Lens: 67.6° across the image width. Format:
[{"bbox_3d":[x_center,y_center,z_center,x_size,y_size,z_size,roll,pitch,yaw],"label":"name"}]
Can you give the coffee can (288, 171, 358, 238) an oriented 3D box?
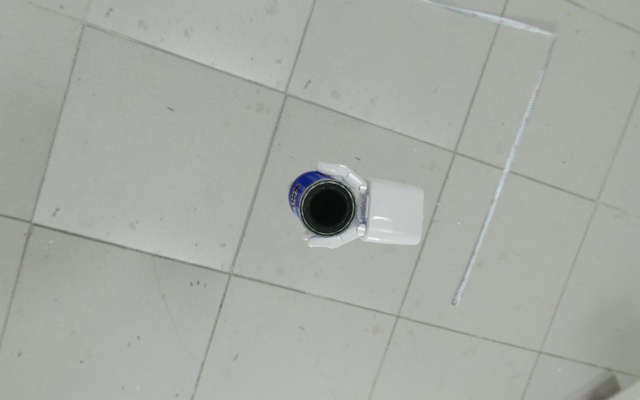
[{"bbox_3d":[0.000,0.003,0.869,0.103,0.103,0.140,0,9,-11],"label":"coffee can"}]
